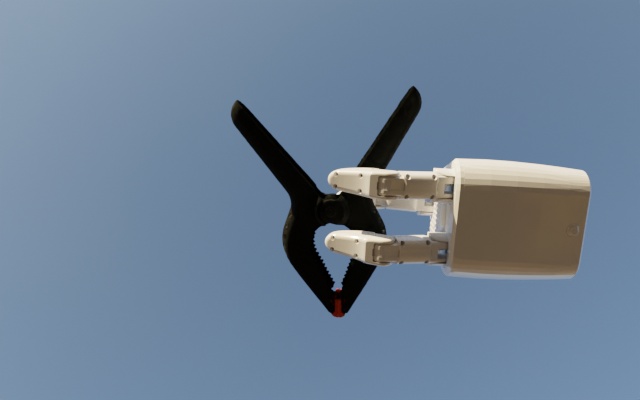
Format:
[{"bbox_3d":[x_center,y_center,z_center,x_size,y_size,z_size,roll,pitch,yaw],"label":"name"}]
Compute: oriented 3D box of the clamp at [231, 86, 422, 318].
[{"bbox_3d":[0.000,0.002,0.432,0.164,0.210,0.036,4,12,6],"label":"clamp"}]
